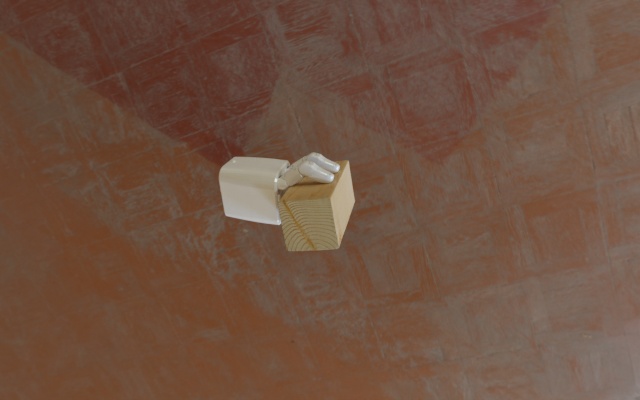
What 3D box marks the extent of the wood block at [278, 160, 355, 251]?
[{"bbox_3d":[0.000,0.003,0.852,0.090,0.091,0.206,-4,20,14],"label":"wood block"}]
